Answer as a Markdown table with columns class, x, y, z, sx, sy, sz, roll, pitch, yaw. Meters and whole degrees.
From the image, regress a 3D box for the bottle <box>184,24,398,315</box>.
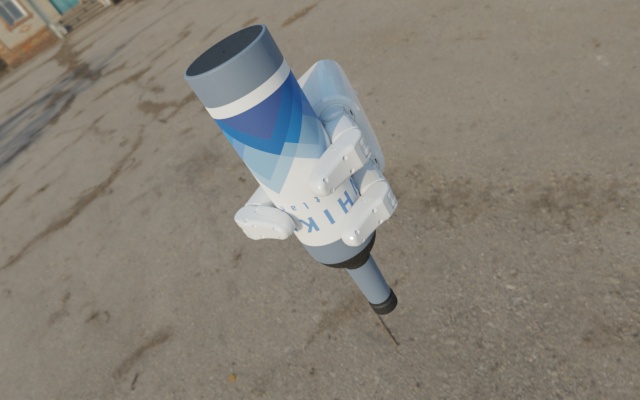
| class | x | y | z | sx | sy | sz | roll | pitch | yaw |
| --- | --- | --- | --- | --- | --- | --- | --- | --- | --- |
| bottle | 0.000 | 0.001 | 0.407 | 0.069 | 0.296 | 0.069 | -22 | 34 | 16 |
